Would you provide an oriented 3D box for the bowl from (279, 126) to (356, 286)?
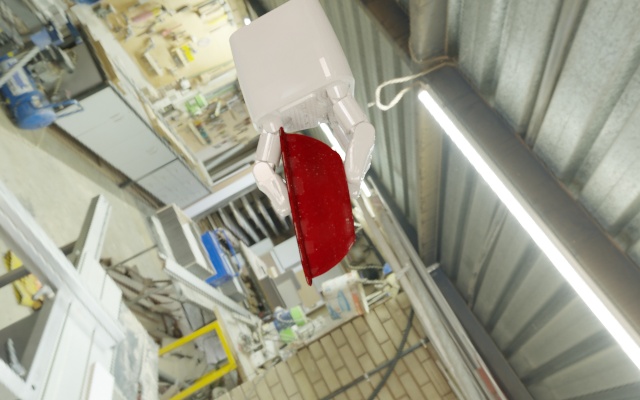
[{"bbox_3d":[0.001,0.003,0.480,0.055,0.162,0.162,-10,0,0],"label":"bowl"}]
